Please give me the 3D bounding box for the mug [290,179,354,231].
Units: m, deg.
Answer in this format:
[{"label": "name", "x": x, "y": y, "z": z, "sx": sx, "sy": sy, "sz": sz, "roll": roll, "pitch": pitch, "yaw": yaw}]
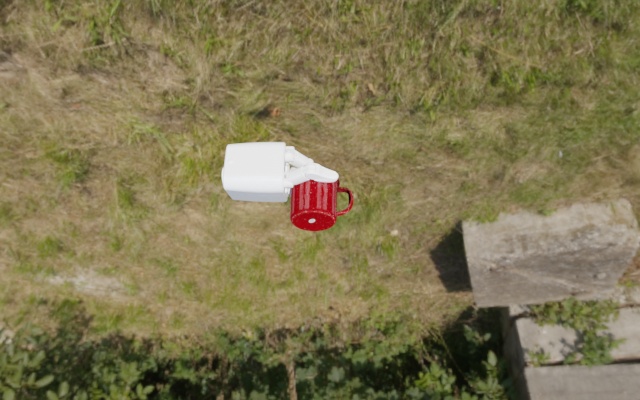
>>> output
[{"label": "mug", "x": 0.002, "y": 0.003, "z": 0.849, "sx": 0.117, "sy": 0.081, "sz": 0.093, "roll": 0, "pitch": -29, "yaw": 2}]
